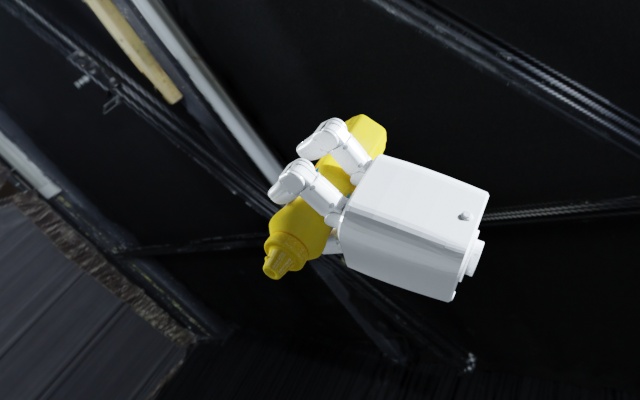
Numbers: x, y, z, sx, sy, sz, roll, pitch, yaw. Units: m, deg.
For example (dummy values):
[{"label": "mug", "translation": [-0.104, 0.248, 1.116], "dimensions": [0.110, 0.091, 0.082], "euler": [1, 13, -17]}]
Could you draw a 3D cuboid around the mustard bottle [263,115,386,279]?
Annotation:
[{"label": "mustard bottle", "translation": [0.000, 0.001, 0.479], "dimensions": [0.058, 0.191, 0.096], "euler": [35, -36, -2]}]
